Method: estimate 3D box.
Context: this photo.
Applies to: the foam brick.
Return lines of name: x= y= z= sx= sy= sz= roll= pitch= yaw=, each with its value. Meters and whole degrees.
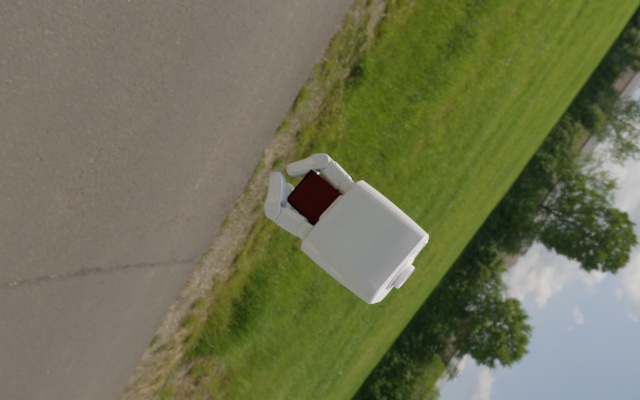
foam brick: x=0.000 y=0.002 z=0.618 sx=0.051 sy=0.053 sz=0.078 roll=42 pitch=5 yaw=18
